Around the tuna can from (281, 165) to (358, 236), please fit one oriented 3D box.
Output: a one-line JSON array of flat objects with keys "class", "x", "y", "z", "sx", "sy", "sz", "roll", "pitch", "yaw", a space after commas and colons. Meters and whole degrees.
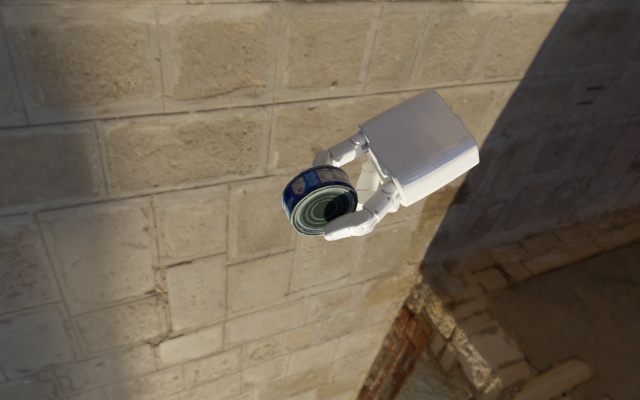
[{"class": "tuna can", "x": 0.000, "y": 0.002, "z": 0.557, "sx": 0.086, "sy": 0.086, "sz": 0.033, "roll": 0, "pitch": 44, "yaw": -28}]
